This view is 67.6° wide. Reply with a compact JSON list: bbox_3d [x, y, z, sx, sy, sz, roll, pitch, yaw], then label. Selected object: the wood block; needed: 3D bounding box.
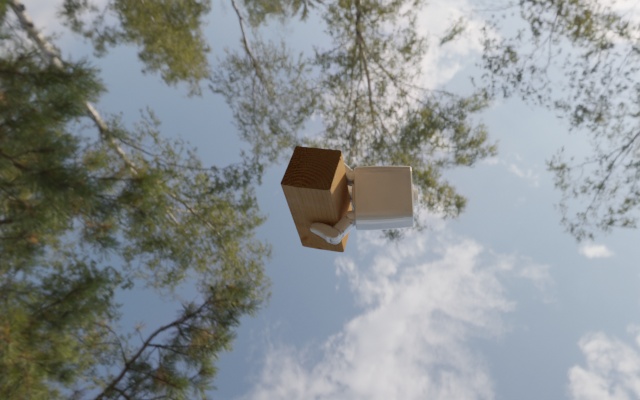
[{"bbox_3d":[0.000,0.003,0.896,0.090,0.090,0.206,8,-34,16],"label":"wood block"}]
